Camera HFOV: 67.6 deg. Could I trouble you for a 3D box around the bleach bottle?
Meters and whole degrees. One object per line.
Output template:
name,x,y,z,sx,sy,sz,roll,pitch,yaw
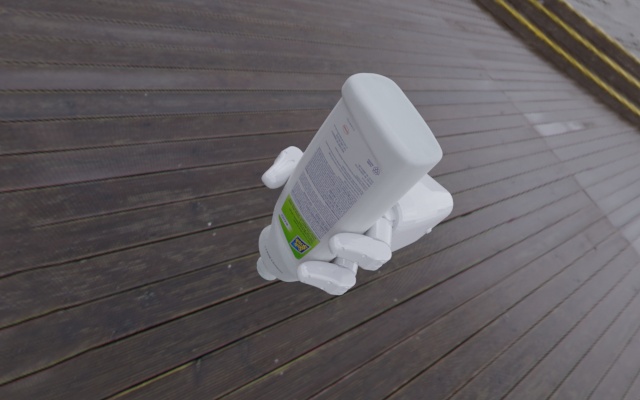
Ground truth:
bleach bottle,0.000,0.002,0.469,0.068,0.102,0.251,-12,-26,-44
